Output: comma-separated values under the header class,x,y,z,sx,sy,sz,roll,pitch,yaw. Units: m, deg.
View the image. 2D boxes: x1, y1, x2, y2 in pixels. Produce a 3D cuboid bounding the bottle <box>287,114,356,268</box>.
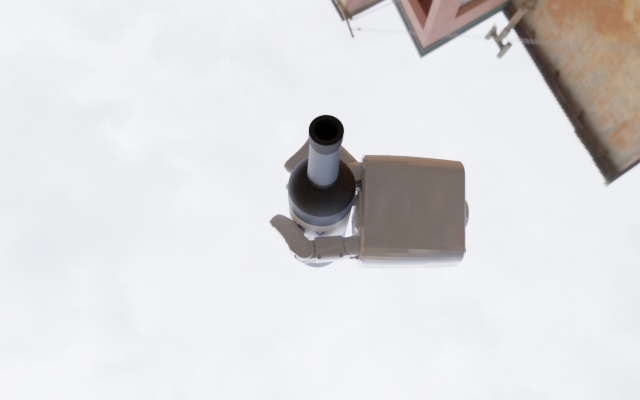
class,x,y,z,sx,sy,sz,roll,pitch,yaw
bottle,0.000,0.002,0.496,0.069,0.069,0.296,0,-22,-2
